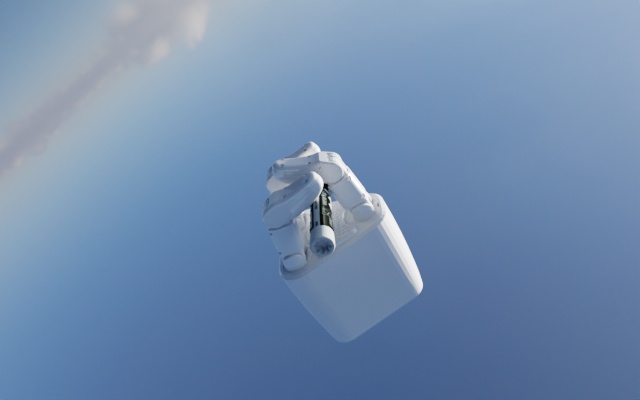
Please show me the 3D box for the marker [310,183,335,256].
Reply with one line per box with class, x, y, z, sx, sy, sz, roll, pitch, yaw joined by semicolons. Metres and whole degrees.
marker;0.000;0.001;0.402;0.020;0.020;0.121;0;34;-2
